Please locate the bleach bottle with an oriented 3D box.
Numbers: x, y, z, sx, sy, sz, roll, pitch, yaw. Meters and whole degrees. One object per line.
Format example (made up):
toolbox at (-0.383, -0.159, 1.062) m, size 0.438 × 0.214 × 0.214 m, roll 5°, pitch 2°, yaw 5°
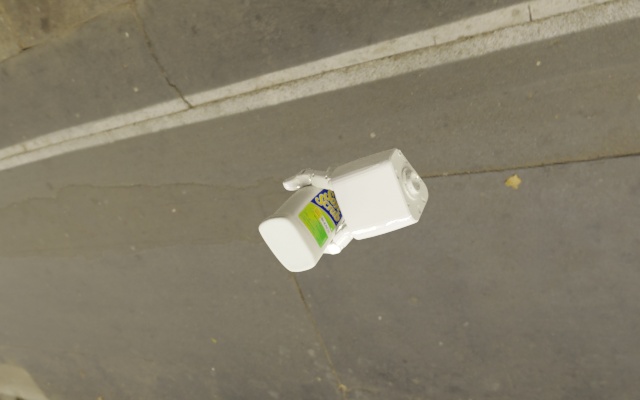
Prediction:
bleach bottle at (0.000, 0.003, 0.793) m, size 0.068 × 0.102 × 0.250 m, roll -19°, pitch 22°, yaw 36°
